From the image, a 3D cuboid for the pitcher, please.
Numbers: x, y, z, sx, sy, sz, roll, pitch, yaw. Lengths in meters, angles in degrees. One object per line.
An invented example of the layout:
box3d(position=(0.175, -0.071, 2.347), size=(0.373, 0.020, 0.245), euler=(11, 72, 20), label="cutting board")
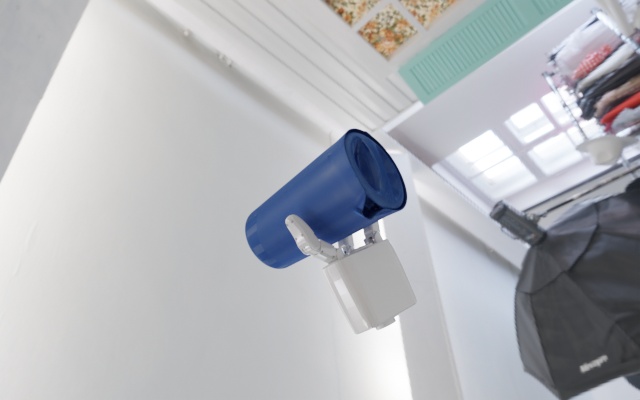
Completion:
box3d(position=(0.000, 0.003, 0.729), size=(0.243, 0.145, 0.149), euler=(-33, -12, 32), label="pitcher")
